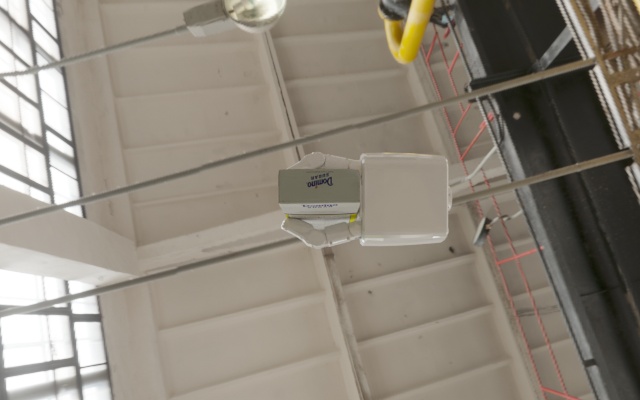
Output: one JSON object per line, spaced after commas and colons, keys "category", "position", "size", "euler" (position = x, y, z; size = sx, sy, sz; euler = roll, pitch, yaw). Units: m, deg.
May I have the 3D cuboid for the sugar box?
{"category": "sugar box", "position": [0.000, 0.001, 0.607], "size": [0.093, 0.048, 0.176], "euler": [-1, -15, 0]}
